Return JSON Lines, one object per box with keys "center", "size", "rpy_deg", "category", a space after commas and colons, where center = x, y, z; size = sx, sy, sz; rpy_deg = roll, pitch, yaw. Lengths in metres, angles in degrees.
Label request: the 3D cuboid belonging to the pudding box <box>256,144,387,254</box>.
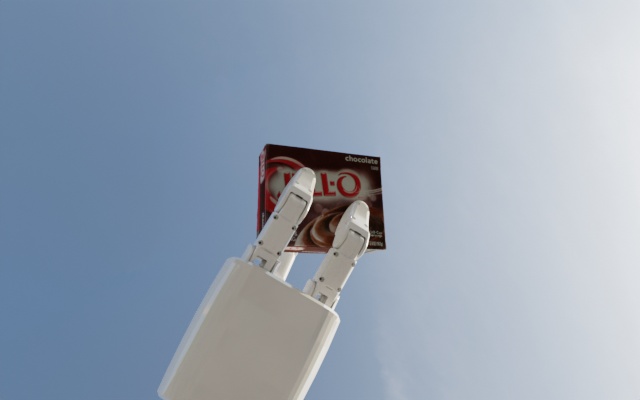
{"center": [0.000, 0.002, 0.430], "size": [0.113, 0.090, 0.039], "rpy_deg": [5, -17, -21], "category": "pudding box"}
